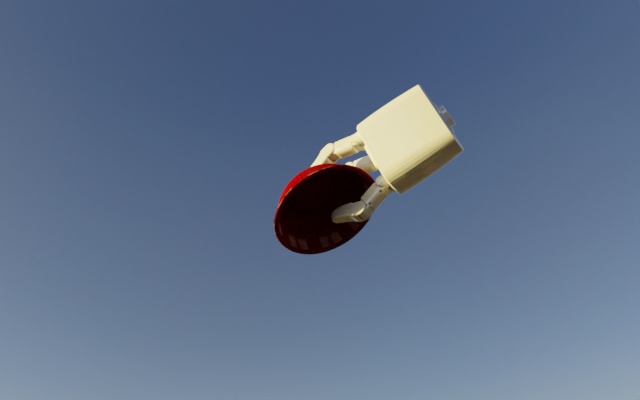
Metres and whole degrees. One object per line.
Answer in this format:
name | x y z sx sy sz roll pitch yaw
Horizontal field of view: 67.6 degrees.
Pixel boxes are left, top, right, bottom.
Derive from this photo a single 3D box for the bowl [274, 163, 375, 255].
bowl | -0.001 0.003 0.701 0.162 0.162 0.055 0 36 -30
